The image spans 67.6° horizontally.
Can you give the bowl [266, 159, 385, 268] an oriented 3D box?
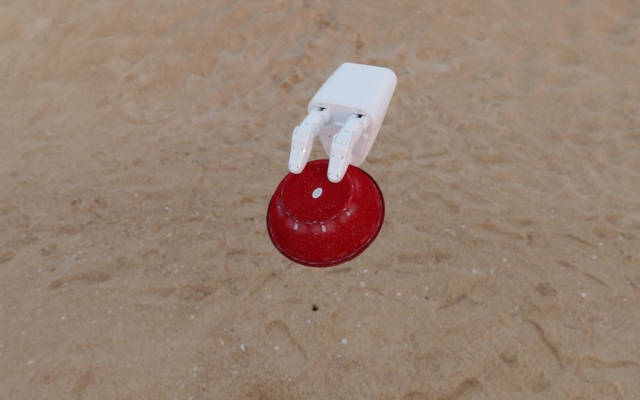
[{"bbox_3d":[0.000,0.003,0.614,0.162,0.162,0.055,0,-30,14],"label":"bowl"}]
